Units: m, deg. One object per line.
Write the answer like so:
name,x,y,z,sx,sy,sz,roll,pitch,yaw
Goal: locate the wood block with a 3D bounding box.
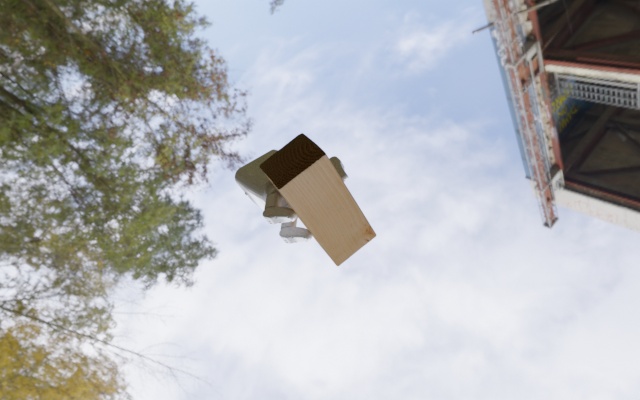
wood block,0.000,0.002,0.795,0.091,0.206,0.090,-39,40,-4
